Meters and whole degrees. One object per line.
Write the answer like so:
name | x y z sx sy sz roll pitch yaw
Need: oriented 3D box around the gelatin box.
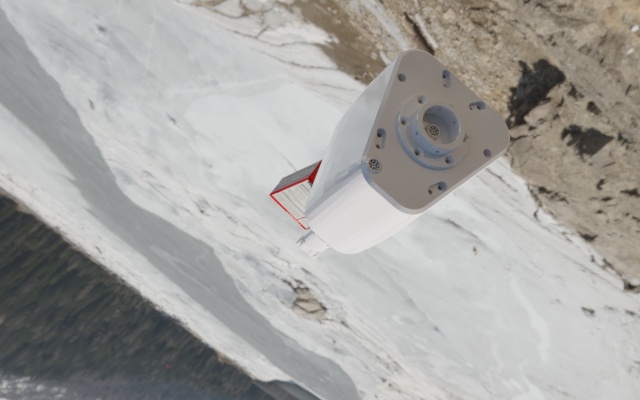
gelatin box | 0.000 0.002 0.470 0.073 0.030 0.089 44 -29 -16
